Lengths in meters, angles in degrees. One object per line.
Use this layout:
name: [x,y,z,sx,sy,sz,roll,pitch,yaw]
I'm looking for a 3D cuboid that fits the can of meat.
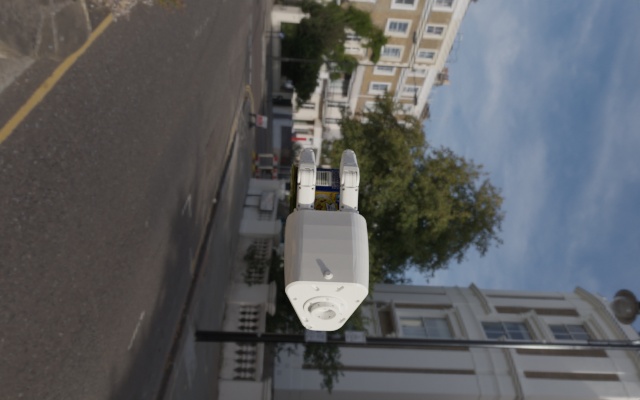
can of meat: [0.000,0.002,0.653,0.084,0.102,0.057,3,43,-2]
